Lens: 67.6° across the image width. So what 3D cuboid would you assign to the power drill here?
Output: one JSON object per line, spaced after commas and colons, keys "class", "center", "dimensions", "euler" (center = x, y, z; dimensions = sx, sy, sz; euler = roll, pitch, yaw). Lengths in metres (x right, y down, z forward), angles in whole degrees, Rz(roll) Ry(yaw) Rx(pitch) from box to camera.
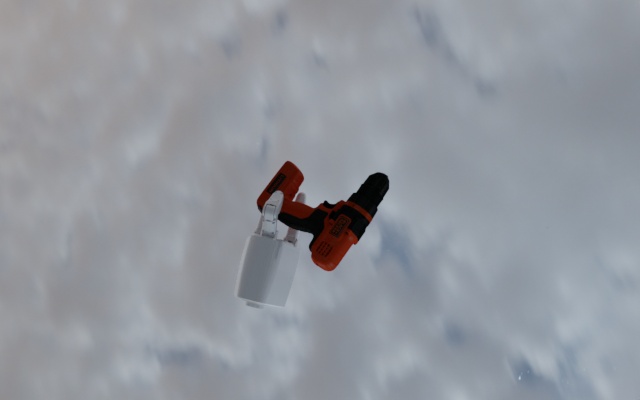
{"class": "power drill", "center": [0.000, 0.003, 0.793], "dimensions": [0.187, 0.184, 0.057], "euler": [28, -17, 32]}
